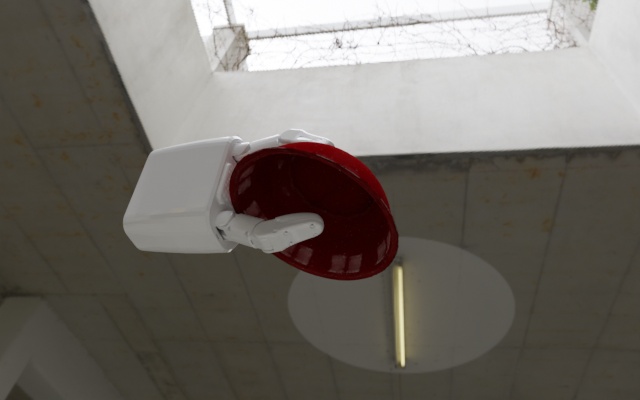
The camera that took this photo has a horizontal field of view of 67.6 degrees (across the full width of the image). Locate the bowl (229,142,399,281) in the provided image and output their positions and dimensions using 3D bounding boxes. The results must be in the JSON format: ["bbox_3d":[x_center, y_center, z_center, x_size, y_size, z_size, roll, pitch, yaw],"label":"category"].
[{"bbox_3d":[0.001,0.001,0.438,0.162,0.162,0.055,0,42,31],"label":"bowl"}]
